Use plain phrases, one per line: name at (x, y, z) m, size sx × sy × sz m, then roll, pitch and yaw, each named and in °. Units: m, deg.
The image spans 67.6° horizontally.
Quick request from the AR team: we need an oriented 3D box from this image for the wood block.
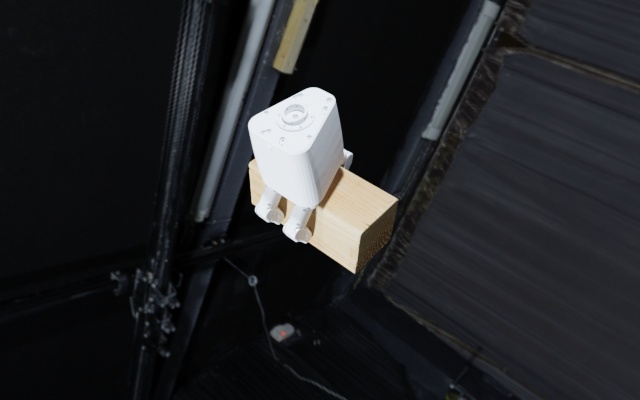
wood block at (0.000, 0.002, 0.707) m, size 0.206 × 0.090 × 0.090 m, roll 32°, pitch 52°, yaw 26°
